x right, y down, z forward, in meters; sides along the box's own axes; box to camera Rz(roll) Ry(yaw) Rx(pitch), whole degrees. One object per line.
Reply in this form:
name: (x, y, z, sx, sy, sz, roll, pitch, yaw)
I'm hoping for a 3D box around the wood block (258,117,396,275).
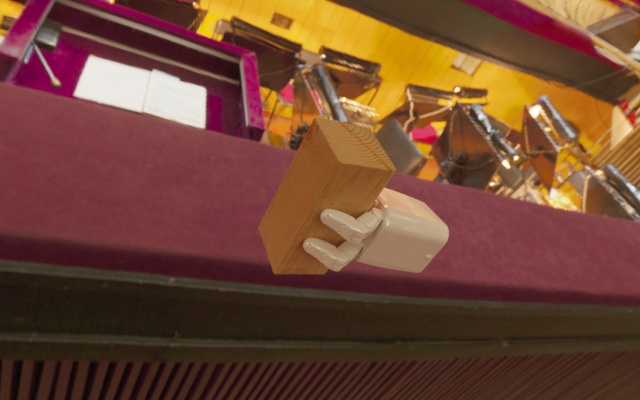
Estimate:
wood block: (0.000, 0.002, 0.649, 0.090, 0.206, 0.090, 6, 42, -31)
